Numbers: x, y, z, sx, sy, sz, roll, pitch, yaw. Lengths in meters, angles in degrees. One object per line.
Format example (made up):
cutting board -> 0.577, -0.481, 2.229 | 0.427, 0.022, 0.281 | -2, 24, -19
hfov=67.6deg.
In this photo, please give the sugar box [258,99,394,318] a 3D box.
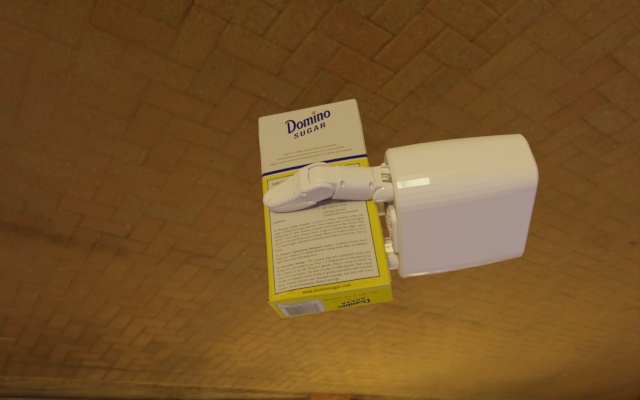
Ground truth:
sugar box -> 0.000, 0.002, 0.401 | 0.093, 0.176, 0.048 | -10, -32, 6
